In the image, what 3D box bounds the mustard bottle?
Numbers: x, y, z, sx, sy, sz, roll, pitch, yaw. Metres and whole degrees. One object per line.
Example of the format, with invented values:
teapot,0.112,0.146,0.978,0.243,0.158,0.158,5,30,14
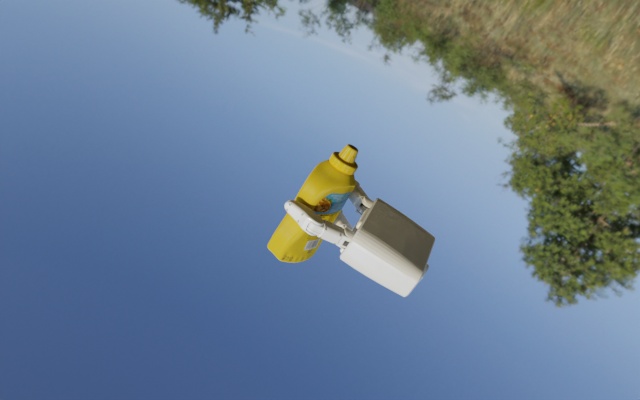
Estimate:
mustard bottle,0.000,0.002,0.696,0.058,0.192,0.096,44,27,25
